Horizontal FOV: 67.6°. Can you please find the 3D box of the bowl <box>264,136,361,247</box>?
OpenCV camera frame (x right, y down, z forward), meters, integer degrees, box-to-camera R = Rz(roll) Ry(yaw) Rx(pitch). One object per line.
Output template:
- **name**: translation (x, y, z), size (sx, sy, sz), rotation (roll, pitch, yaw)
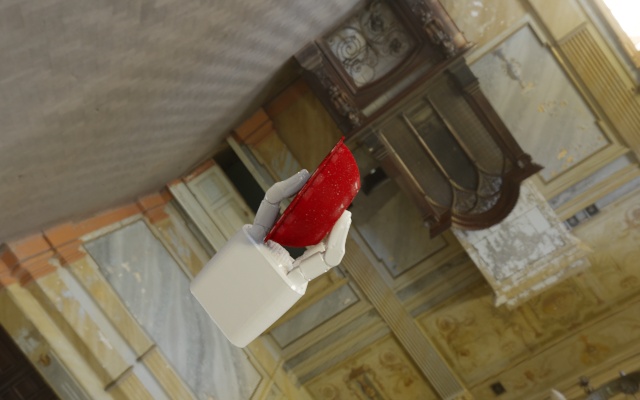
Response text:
- **bowl**: translation (0.001, 0.001, 0.582), size (0.055, 0.162, 0.162), rotation (37, -1, -1)
